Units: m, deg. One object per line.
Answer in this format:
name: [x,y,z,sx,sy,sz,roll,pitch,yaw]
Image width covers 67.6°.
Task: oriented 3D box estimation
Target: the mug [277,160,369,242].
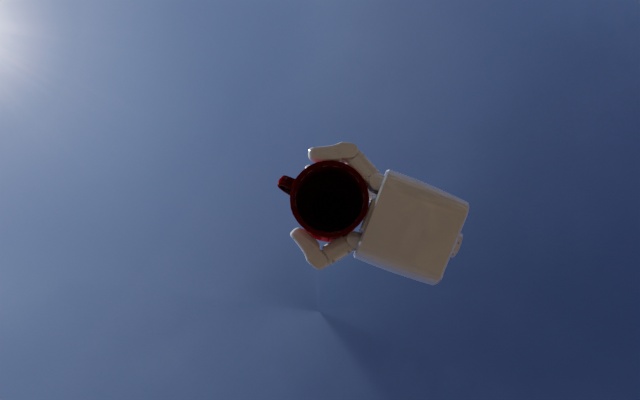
mug: [-0.001,0.002,0.596,0.117,0.093,0.081,22,-12,6]
